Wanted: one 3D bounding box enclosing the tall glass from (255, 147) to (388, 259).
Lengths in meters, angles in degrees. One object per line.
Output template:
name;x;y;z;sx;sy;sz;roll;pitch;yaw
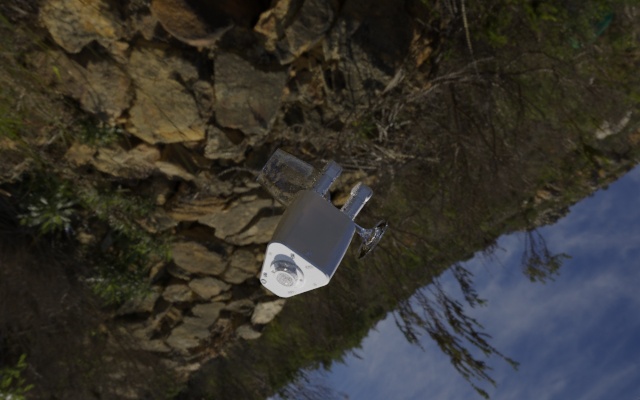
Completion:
tall glass;0.001;0.003;0.726;0.201;0.079;0.079;36;-5;-6
